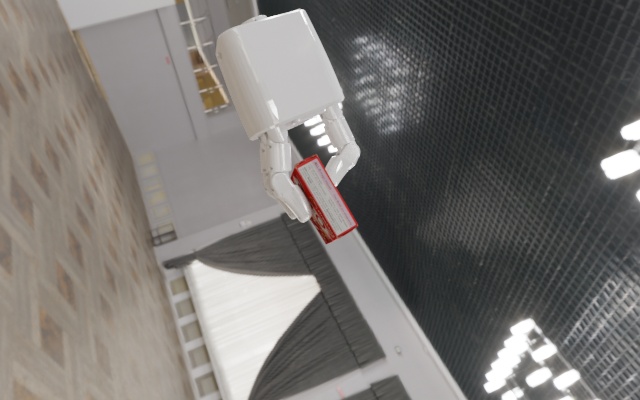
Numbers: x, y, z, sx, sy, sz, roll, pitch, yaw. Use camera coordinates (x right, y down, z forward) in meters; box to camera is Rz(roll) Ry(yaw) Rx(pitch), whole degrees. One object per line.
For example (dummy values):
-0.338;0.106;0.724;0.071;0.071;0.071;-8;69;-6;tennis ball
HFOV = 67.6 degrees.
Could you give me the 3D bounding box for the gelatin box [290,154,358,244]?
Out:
0.001;0.002;0.521;0.030;0.089;0.073;-30;-4;-13;gelatin box
